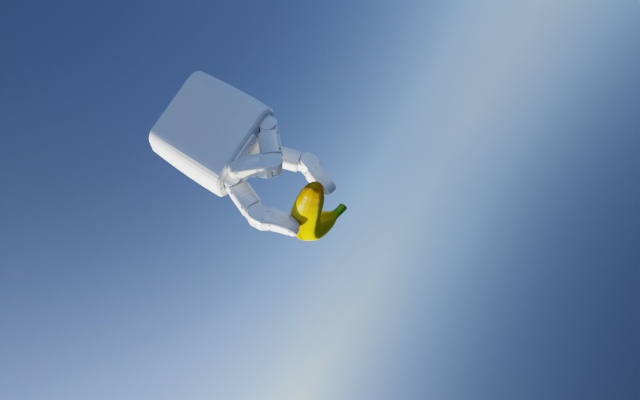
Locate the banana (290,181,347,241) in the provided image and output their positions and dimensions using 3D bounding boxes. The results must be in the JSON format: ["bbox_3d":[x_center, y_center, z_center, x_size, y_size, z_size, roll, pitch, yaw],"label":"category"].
[{"bbox_3d":[-0.009,0.018,0.587,0.037,0.069,0.198,32,-1,11],"label":"banana"}]
